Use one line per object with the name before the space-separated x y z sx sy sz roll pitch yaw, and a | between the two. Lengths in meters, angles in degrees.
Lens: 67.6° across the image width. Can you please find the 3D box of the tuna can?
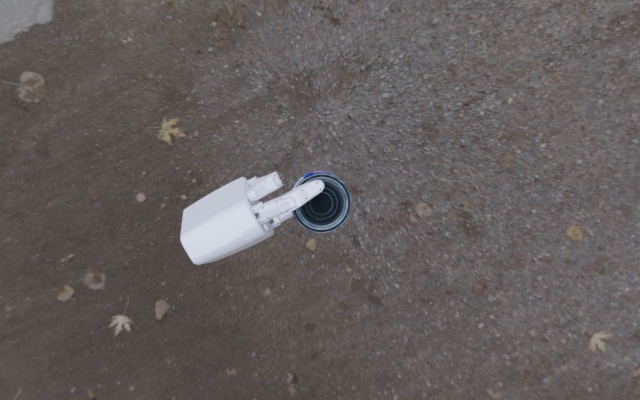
tuna can | 0.000 0.002 0.667 0.086 0.086 0.033 0 8 -5
